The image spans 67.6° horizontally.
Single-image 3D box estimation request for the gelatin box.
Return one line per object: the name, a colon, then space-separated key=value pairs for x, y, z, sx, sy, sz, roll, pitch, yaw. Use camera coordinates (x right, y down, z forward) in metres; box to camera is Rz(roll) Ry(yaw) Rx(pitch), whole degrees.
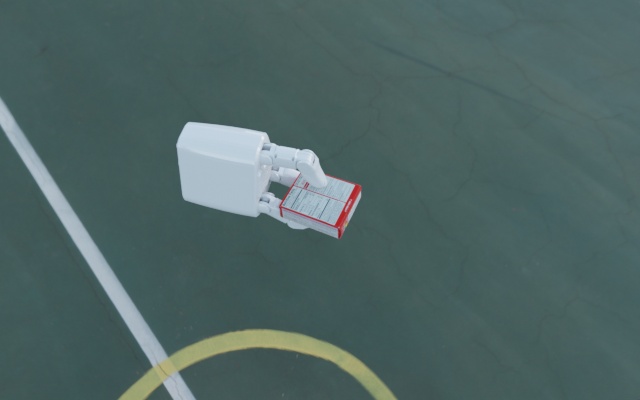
gelatin box: x=0.000 y=0.002 z=0.632 sx=0.089 sy=0.073 sz=0.030 roll=19 pitch=-32 yaw=17
